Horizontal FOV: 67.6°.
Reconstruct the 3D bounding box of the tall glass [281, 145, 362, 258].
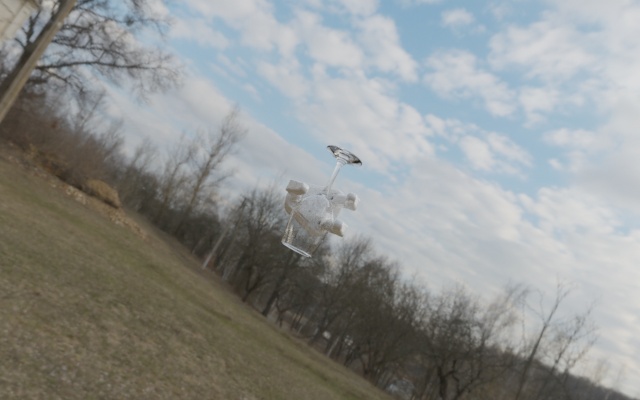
[{"bbox_3d":[0.000,0.002,0.876,0.079,0.201,0.079,26,-11,6],"label":"tall glass"}]
